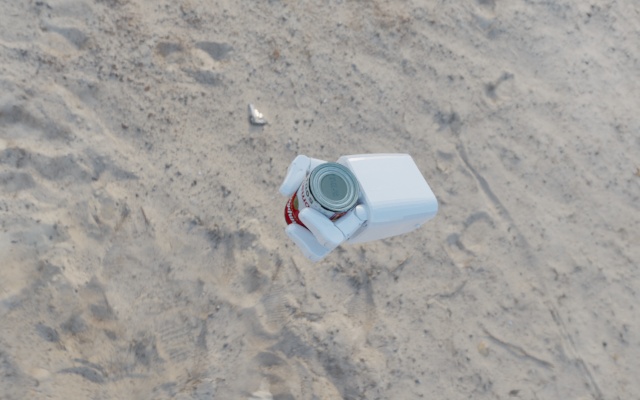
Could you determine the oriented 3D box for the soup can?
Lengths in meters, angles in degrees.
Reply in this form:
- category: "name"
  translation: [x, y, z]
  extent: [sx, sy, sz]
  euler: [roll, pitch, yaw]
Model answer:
- category: "soup can"
  translation: [0.000, 0.002, 0.612]
  extent: [0.068, 0.068, 0.102]
  euler: [0, -22, -22]
